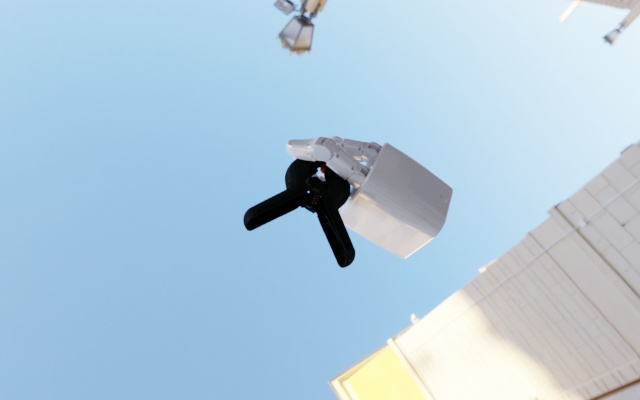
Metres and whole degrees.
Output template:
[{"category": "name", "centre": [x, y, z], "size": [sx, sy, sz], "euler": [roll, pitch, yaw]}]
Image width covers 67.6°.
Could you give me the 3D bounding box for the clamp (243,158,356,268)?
[{"category": "clamp", "centre": [0.000, 0.002, 0.539], "size": [0.120, 0.039, 0.171], "euler": [32, 42, -1]}]
